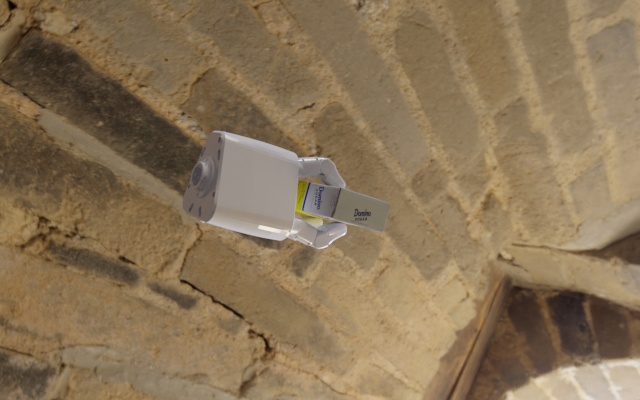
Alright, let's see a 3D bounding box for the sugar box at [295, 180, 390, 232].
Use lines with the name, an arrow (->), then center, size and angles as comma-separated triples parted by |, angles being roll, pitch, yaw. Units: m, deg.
sugar box -> 0.000, 0.003, 0.658 | 0.093, 0.048, 0.176 | 17, 0, -38
